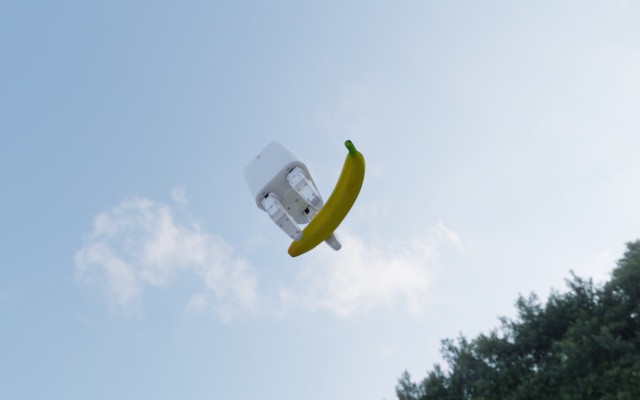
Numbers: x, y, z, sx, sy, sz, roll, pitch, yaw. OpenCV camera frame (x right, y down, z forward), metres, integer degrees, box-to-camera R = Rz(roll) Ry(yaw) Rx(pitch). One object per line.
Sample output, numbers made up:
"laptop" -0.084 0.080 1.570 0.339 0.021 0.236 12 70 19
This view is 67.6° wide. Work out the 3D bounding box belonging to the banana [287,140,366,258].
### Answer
"banana" 0.017 0.003 0.696 0.069 0.198 0.037 13 24 -34
